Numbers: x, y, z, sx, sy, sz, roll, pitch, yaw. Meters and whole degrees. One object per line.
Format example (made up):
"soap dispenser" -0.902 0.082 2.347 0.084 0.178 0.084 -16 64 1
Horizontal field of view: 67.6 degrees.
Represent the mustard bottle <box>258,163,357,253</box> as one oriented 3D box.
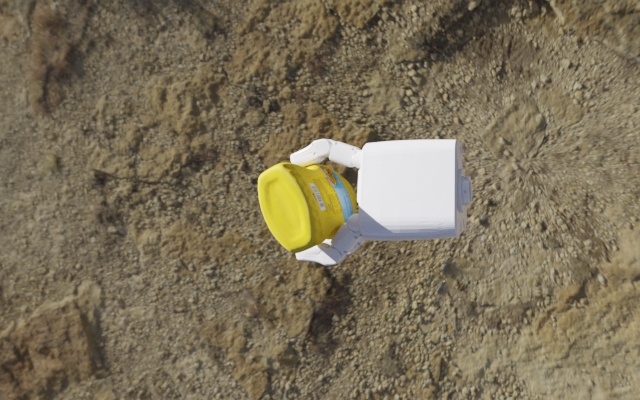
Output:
"mustard bottle" 0.000 0.002 0.585 0.058 0.096 0.191 -28 -7 23
